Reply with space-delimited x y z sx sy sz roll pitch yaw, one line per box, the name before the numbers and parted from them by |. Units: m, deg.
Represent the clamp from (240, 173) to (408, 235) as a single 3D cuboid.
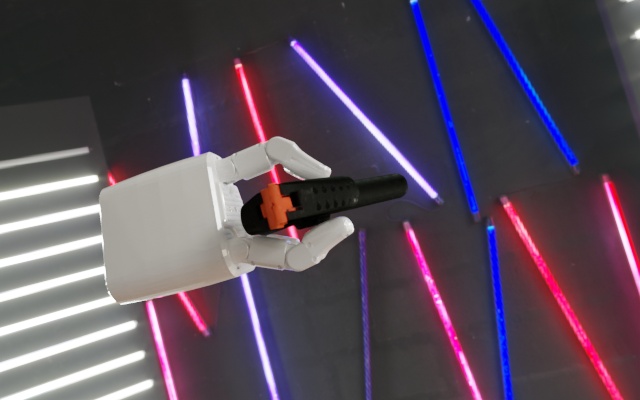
clamp | 0.000 0.001 0.405 0.164 0.036 0.210 -17 -4 4
